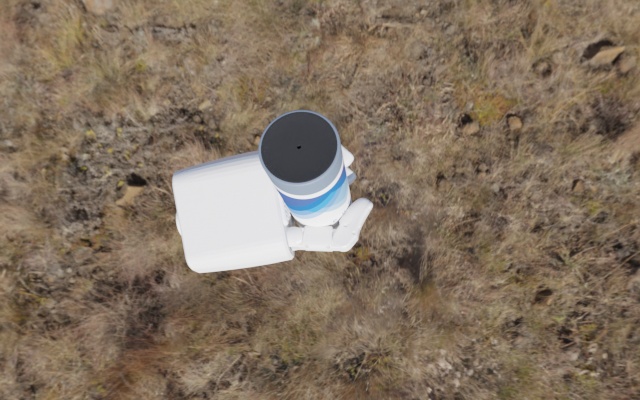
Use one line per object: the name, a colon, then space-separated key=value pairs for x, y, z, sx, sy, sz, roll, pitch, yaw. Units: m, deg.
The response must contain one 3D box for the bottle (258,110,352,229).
bottle: x=0.000 y=0.002 z=0.518 sx=0.069 sy=0.069 sz=0.296 roll=0 pitch=-18 yaw=7
